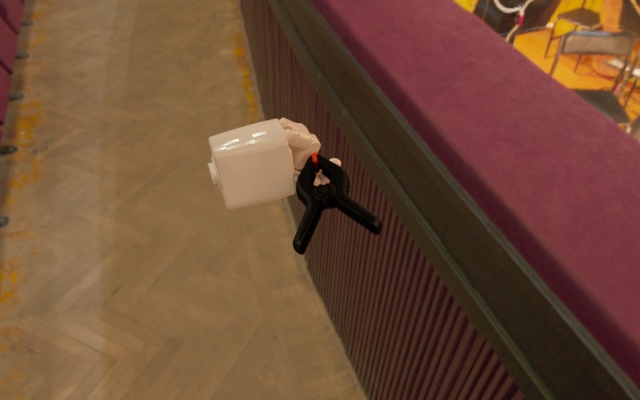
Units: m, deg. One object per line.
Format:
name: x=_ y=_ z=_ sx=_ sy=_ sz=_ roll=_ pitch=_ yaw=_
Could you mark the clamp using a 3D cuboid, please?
clamp: x=0.000 y=0.002 z=0.677 sx=0.120 sy=0.039 sz=0.171 roll=-17 pitch=47 yaw=-11
